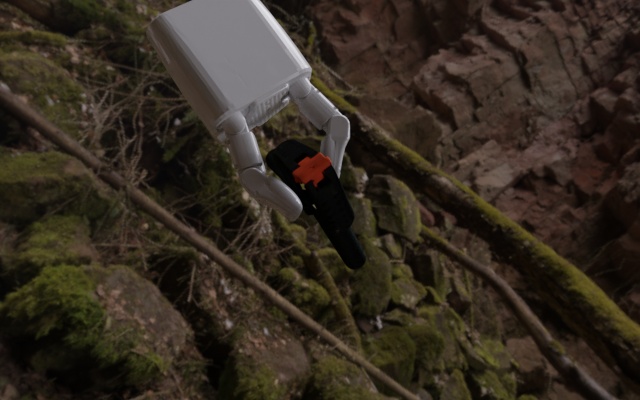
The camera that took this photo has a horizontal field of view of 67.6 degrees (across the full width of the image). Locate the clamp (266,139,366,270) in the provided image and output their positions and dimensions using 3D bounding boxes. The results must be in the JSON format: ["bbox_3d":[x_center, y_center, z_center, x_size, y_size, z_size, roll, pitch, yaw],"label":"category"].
[{"bbox_3d":[0.001,0.001,0.450,0.036,0.164,0.210,-39,-1,-6],"label":"clamp"}]
